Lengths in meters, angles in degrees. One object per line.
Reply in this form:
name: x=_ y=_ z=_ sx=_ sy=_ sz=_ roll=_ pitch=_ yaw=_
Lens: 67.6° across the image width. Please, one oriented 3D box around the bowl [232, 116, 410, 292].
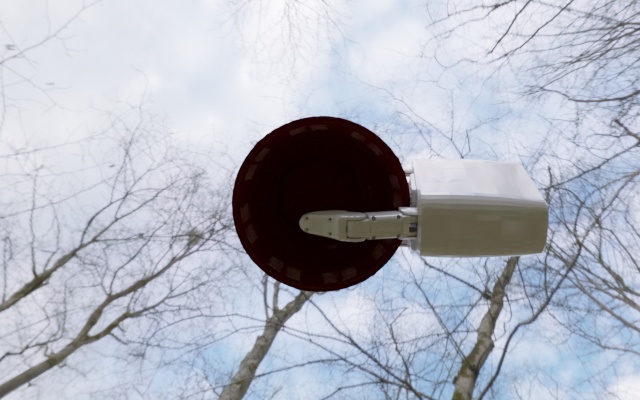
bowl: x=-0.001 y=0.001 z=0.453 sx=0.162 sy=0.162 sz=0.055 roll=0 pitch=11 yaw=-3
